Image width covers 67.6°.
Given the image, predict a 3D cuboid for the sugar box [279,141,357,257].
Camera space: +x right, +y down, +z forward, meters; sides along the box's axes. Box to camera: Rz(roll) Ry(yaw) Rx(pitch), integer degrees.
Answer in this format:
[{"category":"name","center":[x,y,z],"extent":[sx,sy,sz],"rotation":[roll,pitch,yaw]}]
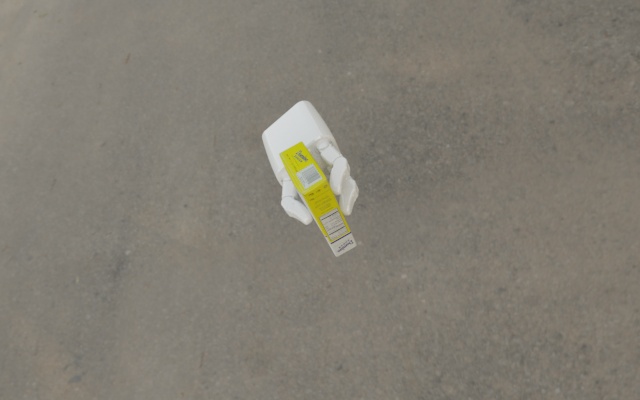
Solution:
[{"category":"sugar box","center":[0.001,0.002,0.727],"extent":[0.048,0.093,0.176],"rotation":[-31,-40,0]}]
